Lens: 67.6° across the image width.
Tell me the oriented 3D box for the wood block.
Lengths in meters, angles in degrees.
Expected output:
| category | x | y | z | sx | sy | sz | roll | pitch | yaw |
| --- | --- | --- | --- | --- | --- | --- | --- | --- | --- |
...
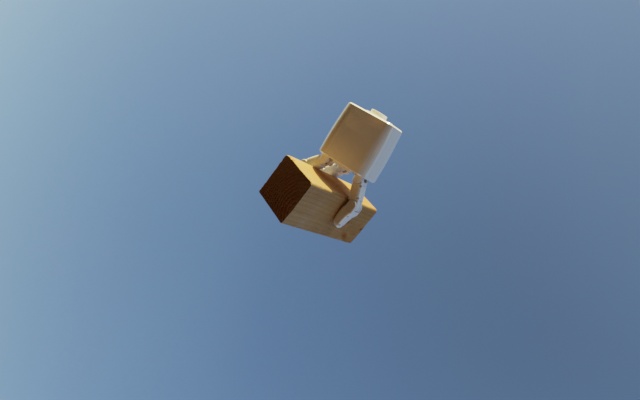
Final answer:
| category | x | y | z | sx | sy | sz | roll | pitch | yaw |
| --- | --- | --- | --- | --- | --- | --- | --- | --- | --- |
| wood block | 0.001 | 0.003 | 0.891 | 0.206 | 0.090 | 0.090 | 21 | 23 | -49 |
